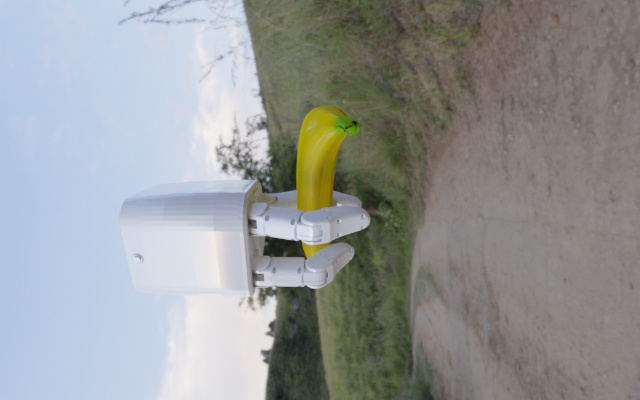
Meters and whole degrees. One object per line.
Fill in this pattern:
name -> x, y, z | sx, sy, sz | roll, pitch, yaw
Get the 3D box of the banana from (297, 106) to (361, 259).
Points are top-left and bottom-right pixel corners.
banana -> -0.002, -0.015, 0.428 | 0.037, 0.069, 0.198 | -2, -38, -9
